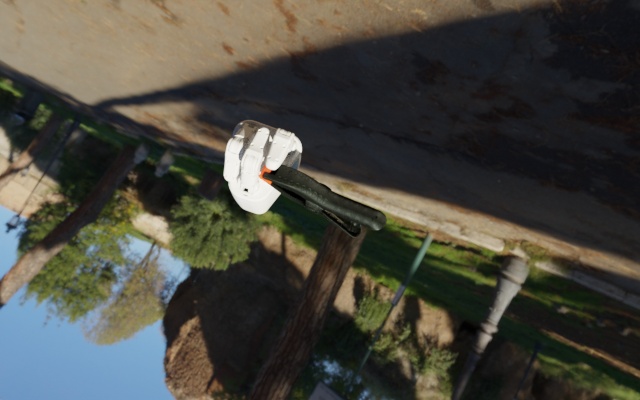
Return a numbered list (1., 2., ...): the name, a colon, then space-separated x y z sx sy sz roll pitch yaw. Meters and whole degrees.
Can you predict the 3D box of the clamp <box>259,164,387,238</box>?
1. clamp: 0.000 0.002 0.638 0.171 0.039 0.120 29 -20 3
